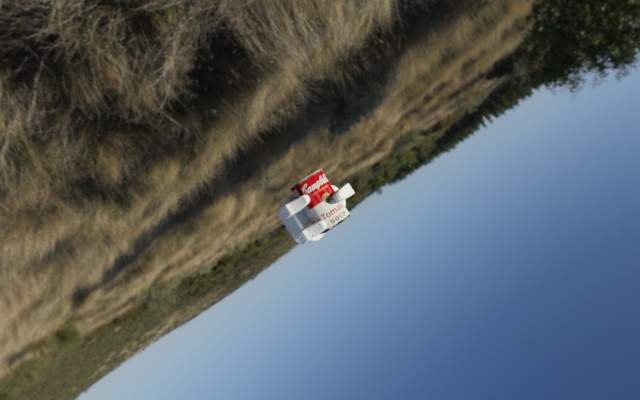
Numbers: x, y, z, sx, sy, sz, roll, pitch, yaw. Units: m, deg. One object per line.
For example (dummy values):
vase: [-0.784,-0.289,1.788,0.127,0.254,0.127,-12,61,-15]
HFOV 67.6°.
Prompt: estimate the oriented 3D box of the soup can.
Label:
soup can: [0.001,0.003,0.876,0.068,0.102,0.068,-33,0,0]
